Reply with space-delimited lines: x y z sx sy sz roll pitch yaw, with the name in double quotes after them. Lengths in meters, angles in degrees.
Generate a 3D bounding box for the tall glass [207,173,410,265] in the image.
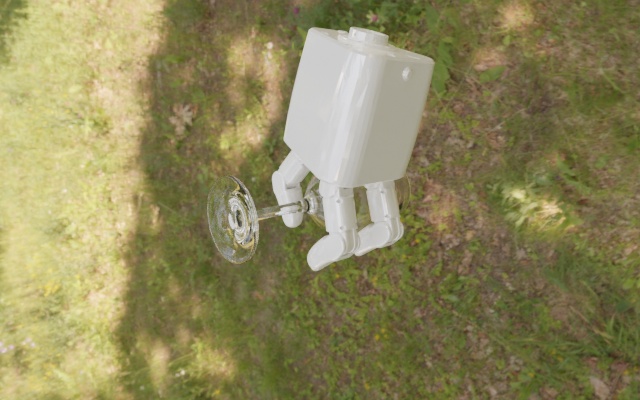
-0.001 0.002 0.454 0.201 0.079 0.079 -11 7 -41 "tall glass"
